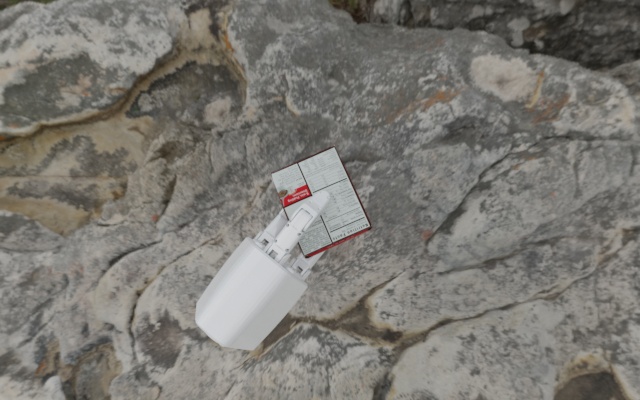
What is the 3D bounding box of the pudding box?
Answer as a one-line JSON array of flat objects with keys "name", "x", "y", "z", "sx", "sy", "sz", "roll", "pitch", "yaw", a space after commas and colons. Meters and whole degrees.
[{"name": "pudding box", "x": 0.000, "y": 0.002, "z": 0.577, "sx": 0.090, "sy": 0.113, "sz": 0.039, "roll": -23, "pitch": -7, "yaw": -2}]
